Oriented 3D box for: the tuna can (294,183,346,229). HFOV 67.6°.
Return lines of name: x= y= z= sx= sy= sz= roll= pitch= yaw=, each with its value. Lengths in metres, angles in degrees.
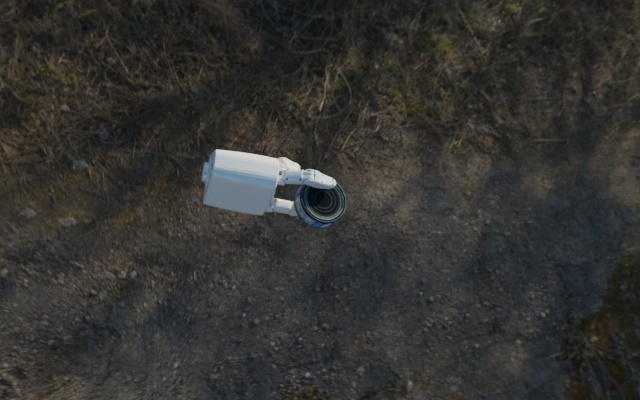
tuna can: x=0.000 y=0.002 z=0.818 sx=0.086 sy=0.086 sz=0.034 roll=0 pitch=-19 yaw=-24
